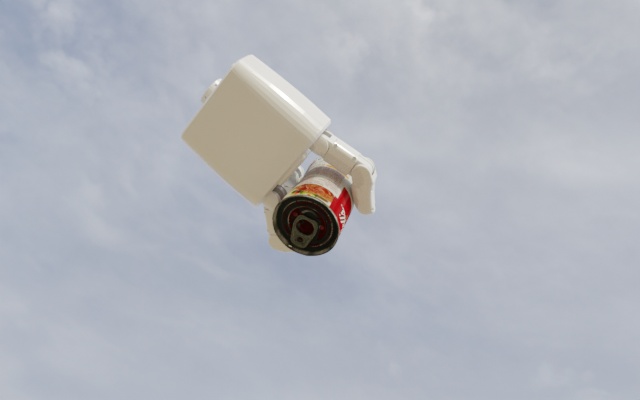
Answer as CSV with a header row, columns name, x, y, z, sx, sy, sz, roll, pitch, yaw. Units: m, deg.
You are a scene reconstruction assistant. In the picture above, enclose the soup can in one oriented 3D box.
name,x,y,z,sx,sy,sz,roll,pitch,yaw
soup can,0.001,0.002,0.497,0.068,0.068,0.102,0,28,20
